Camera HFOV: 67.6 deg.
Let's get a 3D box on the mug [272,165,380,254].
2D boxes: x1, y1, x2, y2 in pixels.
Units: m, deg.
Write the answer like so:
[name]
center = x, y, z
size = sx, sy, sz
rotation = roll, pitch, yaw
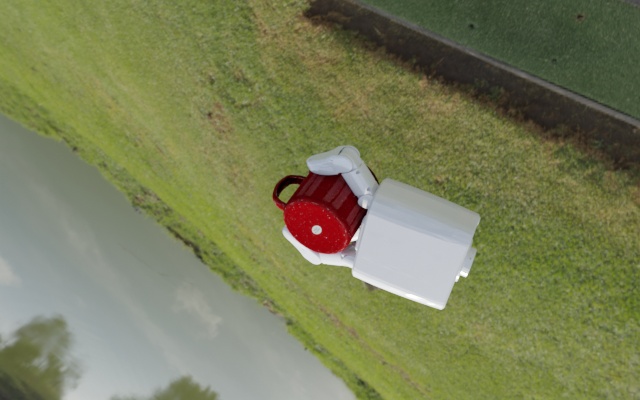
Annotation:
[mug]
center = -0.001, 0.001, 0.542
size = 0.117, 0.093, 0.081
rotation = 20, 46, 17
